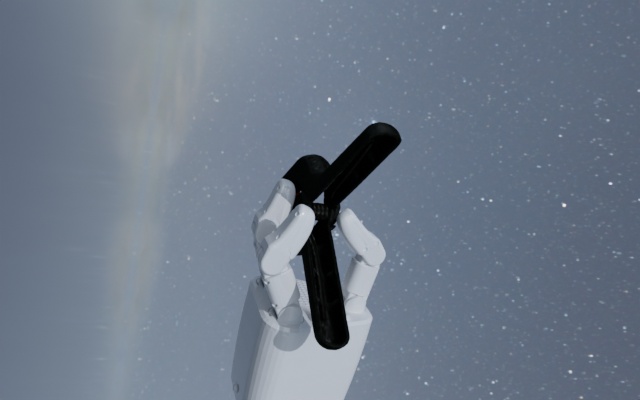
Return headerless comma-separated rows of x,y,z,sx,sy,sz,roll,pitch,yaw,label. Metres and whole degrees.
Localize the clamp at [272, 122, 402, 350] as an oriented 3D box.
0.001,0.002,0.412,0.036,0.164,0.210,12,14,-22,clamp
